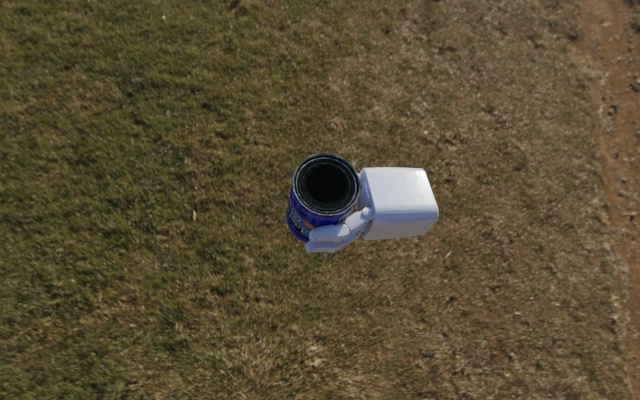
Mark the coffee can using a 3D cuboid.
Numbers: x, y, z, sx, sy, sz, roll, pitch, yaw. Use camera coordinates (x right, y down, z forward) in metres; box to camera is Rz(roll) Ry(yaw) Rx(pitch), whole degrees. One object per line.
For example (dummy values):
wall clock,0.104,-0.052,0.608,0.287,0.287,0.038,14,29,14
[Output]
coffee can,0.000,0.003,0.765,0.103,0.102,0.140,0,-23,-8
